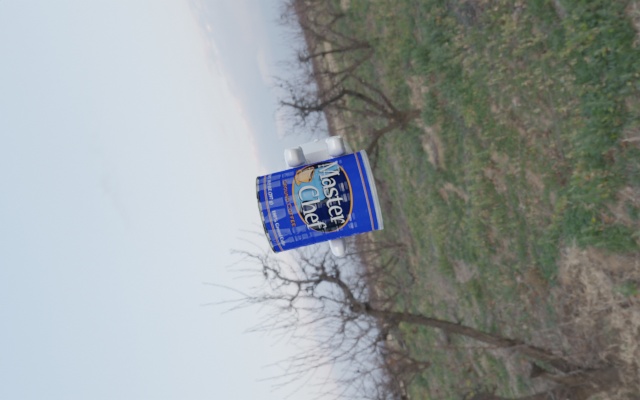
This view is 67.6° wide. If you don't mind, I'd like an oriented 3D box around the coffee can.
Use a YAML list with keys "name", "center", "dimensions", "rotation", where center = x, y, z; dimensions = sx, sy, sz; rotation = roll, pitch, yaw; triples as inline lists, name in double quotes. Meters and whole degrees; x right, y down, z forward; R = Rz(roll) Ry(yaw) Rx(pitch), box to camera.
- name: "coffee can"
  center: [0.000, 0.002, 0.604]
  dimensions: [0.140, 0.103, 0.103]
  rotation: [-14, -1, 3]
